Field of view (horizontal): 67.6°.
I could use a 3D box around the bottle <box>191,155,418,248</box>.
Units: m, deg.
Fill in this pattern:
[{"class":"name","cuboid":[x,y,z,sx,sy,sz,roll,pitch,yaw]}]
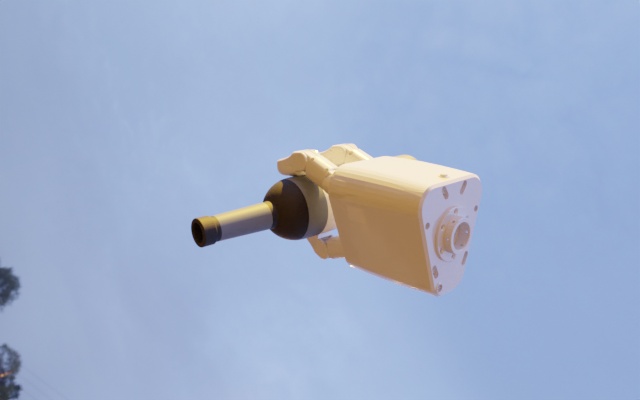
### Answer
[{"class":"bottle","cuboid":[0.000,0.002,0.522,0.295,0.069,0.069,-14,9,-39]}]
